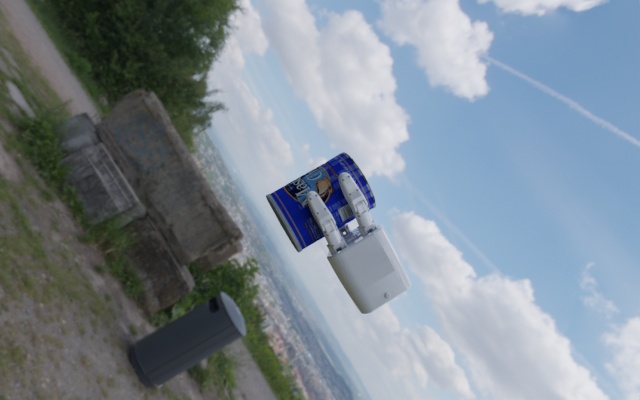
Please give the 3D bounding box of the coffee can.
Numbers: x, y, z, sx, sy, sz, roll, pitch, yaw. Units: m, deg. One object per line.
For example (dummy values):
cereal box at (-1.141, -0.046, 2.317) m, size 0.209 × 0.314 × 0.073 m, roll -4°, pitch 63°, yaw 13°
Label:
coffee can at (0.000, 0.002, 0.748) m, size 0.140 × 0.103 × 0.103 m, roll -30°, pitch 4°, yaw -8°
